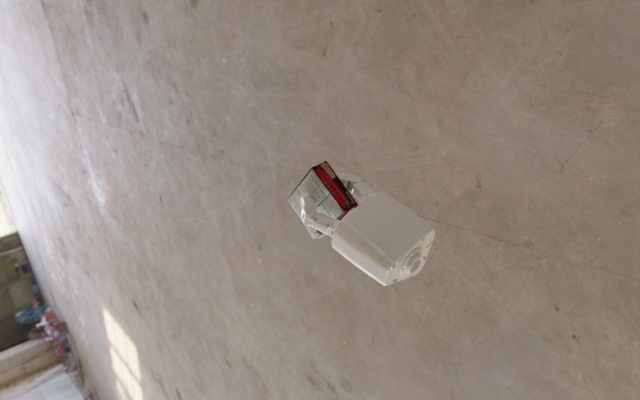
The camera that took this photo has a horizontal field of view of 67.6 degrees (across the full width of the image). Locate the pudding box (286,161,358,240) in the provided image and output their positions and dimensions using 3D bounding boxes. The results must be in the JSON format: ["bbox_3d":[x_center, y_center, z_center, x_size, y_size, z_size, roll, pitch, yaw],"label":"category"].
[{"bbox_3d":[0.000,0.003,0.783,0.039,0.090,0.113,-26,-14,-39],"label":"pudding box"}]
